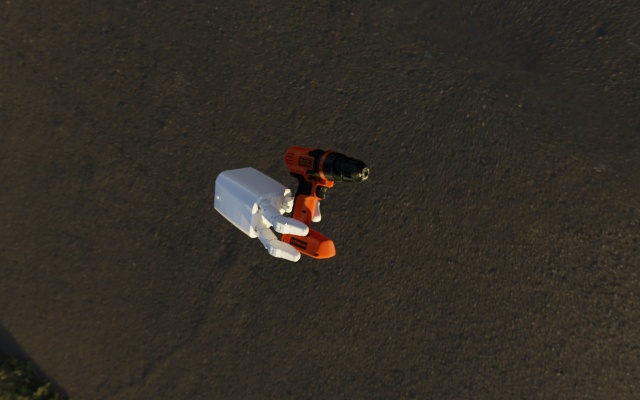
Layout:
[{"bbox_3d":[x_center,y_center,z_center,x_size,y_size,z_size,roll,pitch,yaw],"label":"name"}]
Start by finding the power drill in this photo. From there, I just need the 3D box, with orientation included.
[{"bbox_3d":[0.000,0.003,0.851,0.057,0.188,0.184,-1,13,-45],"label":"power drill"}]
